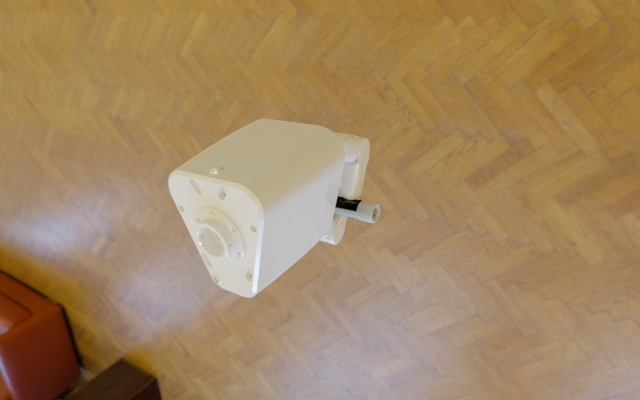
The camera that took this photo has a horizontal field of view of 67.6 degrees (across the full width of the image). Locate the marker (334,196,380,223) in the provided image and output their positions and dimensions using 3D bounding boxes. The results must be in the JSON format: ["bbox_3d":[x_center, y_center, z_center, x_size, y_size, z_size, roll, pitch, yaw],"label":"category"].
[{"bbox_3d":[0.000,0.002,0.469,0.121,0.020,0.020,12,6,31],"label":"marker"}]
